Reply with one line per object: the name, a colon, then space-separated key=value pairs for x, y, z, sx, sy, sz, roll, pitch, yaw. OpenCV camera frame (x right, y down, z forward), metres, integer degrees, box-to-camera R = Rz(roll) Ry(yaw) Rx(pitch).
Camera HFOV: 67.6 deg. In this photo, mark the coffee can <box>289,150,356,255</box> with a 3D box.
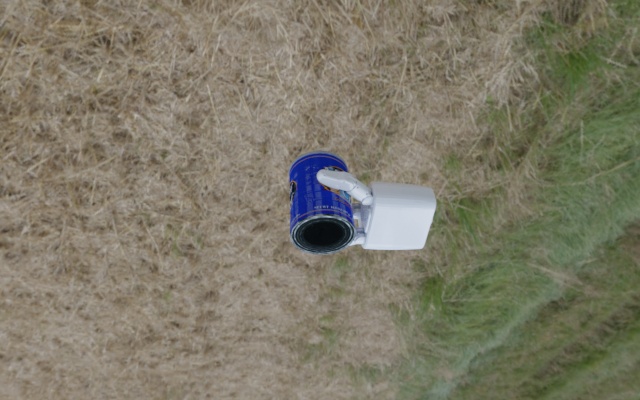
coffee can: x=0.000 y=0.002 z=0.784 sx=0.103 sy=0.140 sz=0.103 roll=-2 pitch=-41 yaw=-2
